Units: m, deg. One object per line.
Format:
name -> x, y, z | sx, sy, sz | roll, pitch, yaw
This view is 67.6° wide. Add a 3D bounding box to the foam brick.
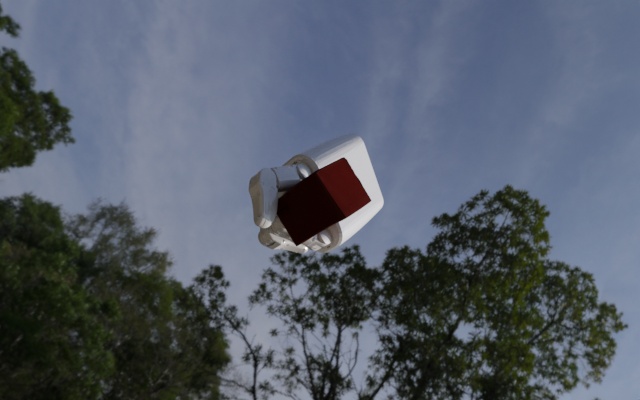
foam brick -> 0.000, 0.002, 0.474 | 0.078, 0.053, 0.051 | -32, -2, 44
